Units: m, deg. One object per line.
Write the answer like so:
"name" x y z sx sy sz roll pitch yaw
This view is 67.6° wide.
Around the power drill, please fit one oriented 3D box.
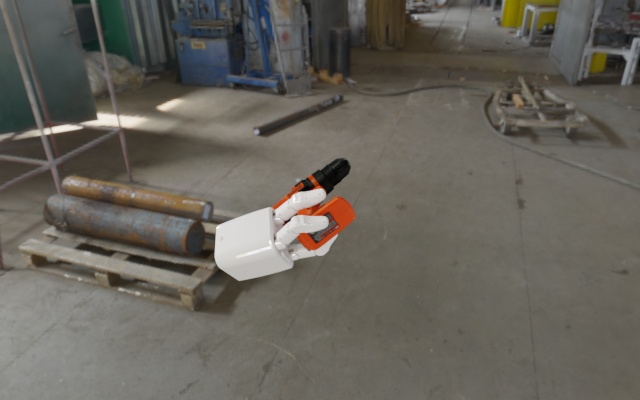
"power drill" 0.000 0.003 0.876 0.184 0.057 0.187 -40 22 1
